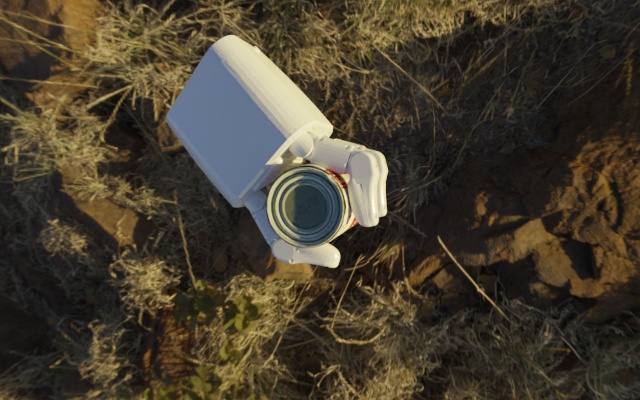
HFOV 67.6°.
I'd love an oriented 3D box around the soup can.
[{"bbox_3d":[0.000,0.002,0.423,0.068,0.068,0.102,0,4,15],"label":"soup can"}]
